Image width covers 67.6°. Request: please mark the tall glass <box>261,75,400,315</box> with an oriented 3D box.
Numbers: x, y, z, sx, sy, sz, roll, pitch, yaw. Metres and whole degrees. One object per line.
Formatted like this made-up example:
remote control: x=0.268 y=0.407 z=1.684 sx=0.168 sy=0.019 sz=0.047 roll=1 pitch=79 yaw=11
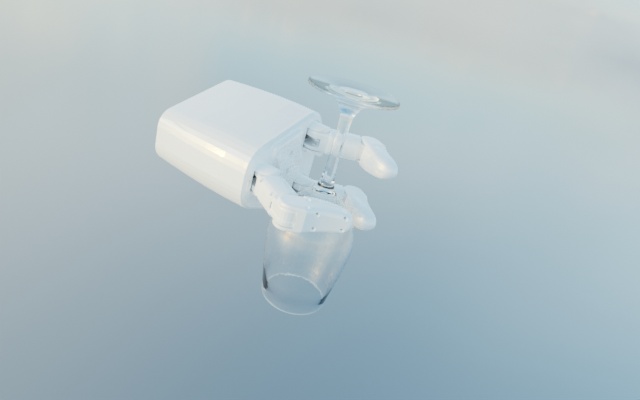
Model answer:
tall glass: x=0.000 y=0.001 z=0.410 sx=0.079 sy=0.201 sz=0.079 roll=14 pitch=25 yaw=-6
